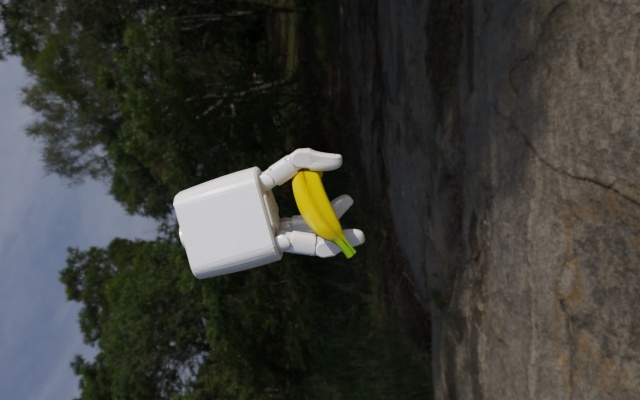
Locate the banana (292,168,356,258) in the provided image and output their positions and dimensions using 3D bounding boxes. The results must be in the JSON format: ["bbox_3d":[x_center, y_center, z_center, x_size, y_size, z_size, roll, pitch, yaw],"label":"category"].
[{"bbox_3d":[-0.008,-0.009,0.583,0.037,0.070,0.197,-29,36,8],"label":"banana"}]
